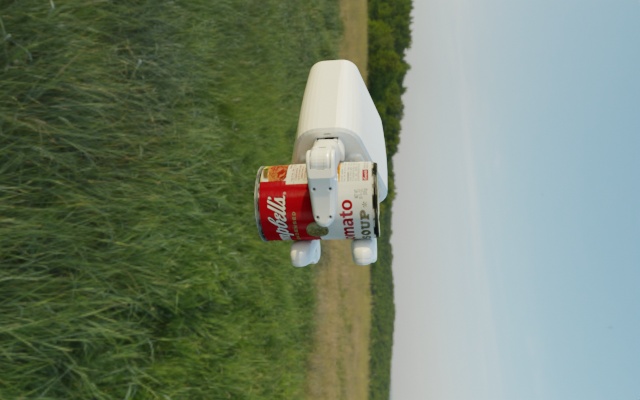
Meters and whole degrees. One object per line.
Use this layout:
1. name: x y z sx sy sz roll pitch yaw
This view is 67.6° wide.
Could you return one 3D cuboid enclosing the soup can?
1. soup can: 0.000 0.002 0.420 0.102 0.068 0.068 -2 0 8
